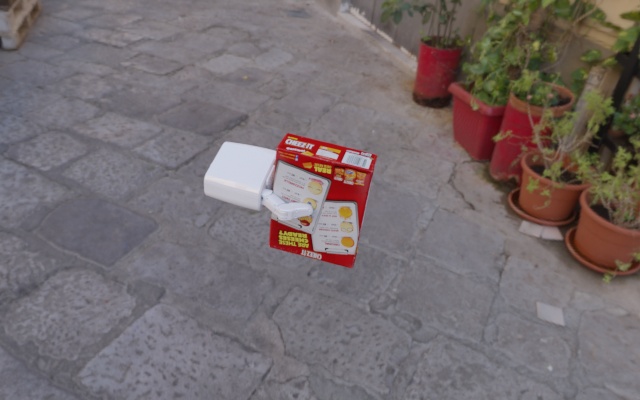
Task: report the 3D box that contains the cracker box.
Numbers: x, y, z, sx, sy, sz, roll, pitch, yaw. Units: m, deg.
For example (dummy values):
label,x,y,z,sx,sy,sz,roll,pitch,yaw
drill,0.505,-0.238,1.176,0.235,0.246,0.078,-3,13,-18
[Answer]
label,x,y,z,sx,sy,sz,roll,pitch,yaw
cracker box,0.000,0.003,0.846,0.164,0.214,0.072,14,36,8
